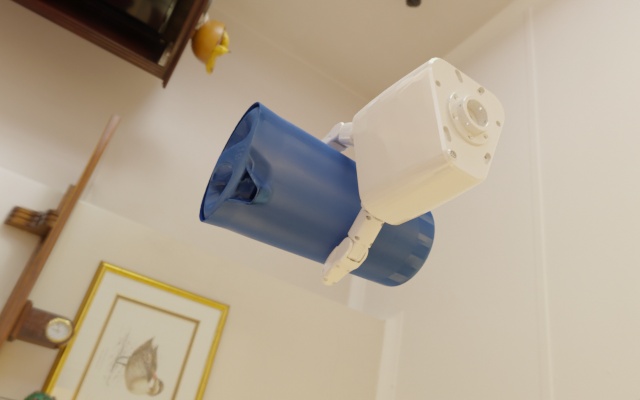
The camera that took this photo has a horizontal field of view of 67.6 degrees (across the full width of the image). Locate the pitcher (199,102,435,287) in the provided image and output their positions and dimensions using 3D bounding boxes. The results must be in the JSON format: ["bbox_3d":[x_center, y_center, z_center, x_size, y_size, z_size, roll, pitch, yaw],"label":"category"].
[{"bbox_3d":[0.000,0.002,0.533,0.243,0.149,0.145,26,-34,-22],"label":"pitcher"}]
